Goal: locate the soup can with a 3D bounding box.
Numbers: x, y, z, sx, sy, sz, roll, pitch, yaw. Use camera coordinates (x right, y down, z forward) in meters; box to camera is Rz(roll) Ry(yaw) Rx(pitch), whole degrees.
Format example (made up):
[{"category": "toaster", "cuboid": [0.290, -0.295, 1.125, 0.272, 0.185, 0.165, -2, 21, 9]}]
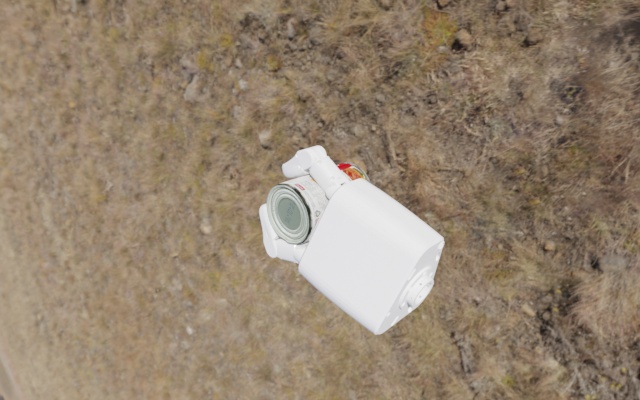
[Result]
[{"category": "soup can", "cuboid": [0.000, 0.001, 0.525, 0.068, 0.068, 0.102, 0, 16, 46]}]
